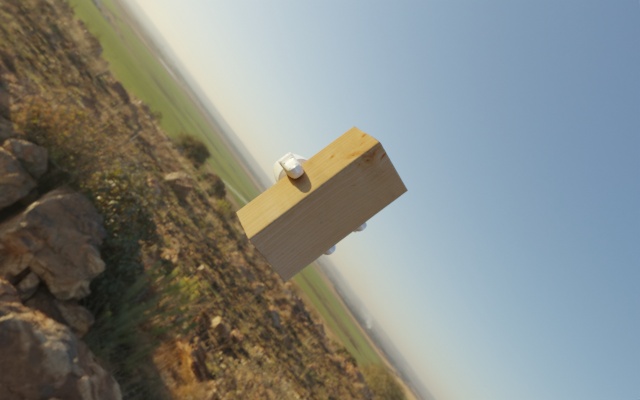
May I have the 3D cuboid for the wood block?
[{"bbox_3d":[0.000,0.002,0.655,0.206,0.091,0.090,-37,30,-3],"label":"wood block"}]
